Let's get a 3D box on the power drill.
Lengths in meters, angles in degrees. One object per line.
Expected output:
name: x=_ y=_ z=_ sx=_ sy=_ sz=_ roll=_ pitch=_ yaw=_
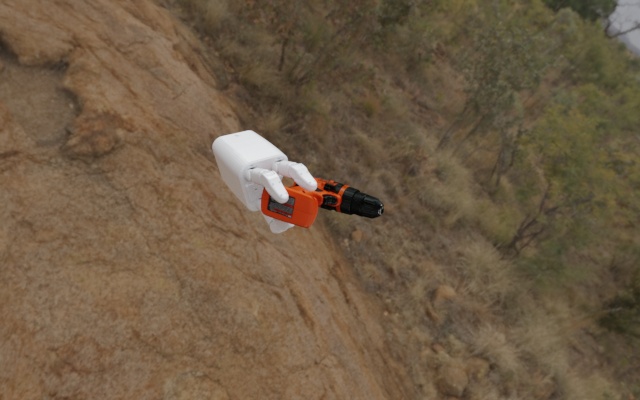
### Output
power drill: x=0.000 y=0.003 z=0.834 sx=0.184 sy=0.057 sz=0.187 roll=15 pitch=12 yaw=26
